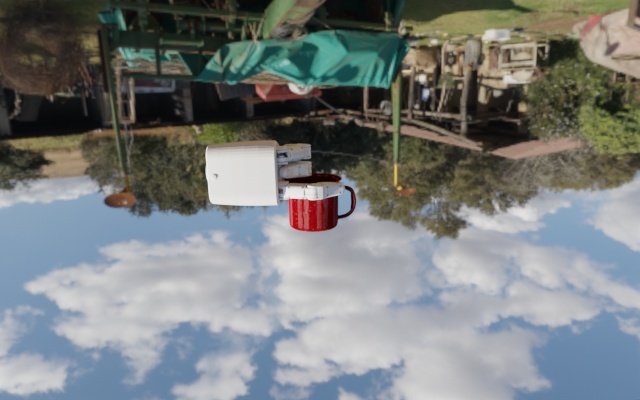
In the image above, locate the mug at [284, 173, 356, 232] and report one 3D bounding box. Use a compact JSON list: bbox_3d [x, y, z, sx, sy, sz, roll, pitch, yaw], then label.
[{"bbox_3d":[0.002,0.003,0.785,0.117,0.081,0.093,0,13,2],"label":"mug"}]
